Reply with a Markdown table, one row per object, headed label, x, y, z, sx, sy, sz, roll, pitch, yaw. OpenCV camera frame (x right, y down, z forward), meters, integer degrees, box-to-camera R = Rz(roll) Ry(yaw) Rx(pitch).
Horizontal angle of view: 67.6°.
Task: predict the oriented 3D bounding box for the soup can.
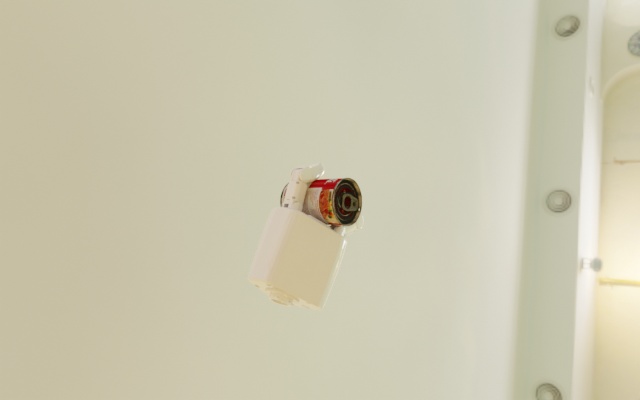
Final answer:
| label | x | y | z | sx | sy | sz | roll | pitch | yaw |
| --- | --- | --- | --- | --- | --- | --- | --- | --- | --- |
| soup can | 0.000 | 0.002 | 0.695 | 0.102 | 0.068 | 0.068 | 0 | 0 | 40 |
